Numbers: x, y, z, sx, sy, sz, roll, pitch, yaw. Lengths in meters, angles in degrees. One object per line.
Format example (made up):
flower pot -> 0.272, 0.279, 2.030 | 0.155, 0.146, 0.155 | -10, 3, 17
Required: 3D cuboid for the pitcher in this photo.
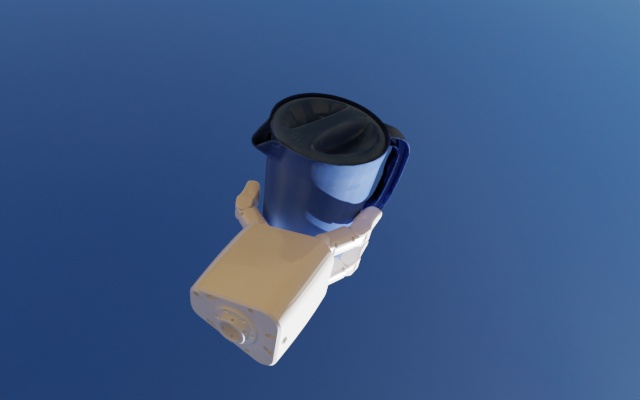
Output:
pitcher -> 0.000, 0.002, 0.591 | 0.149, 0.243, 0.145 | 26, 44, 13
